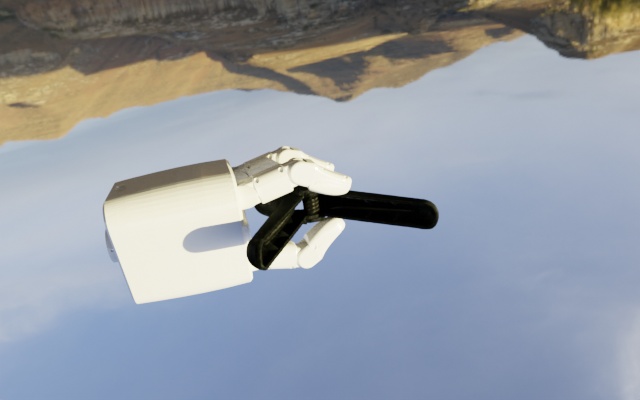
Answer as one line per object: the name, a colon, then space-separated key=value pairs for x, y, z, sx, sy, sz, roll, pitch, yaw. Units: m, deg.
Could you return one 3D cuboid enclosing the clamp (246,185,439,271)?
clamp: x=0.000 y=0.002 z=0.458 sx=0.164 sy=0.036 sz=0.210 roll=-8 pitch=19 yaw=-13
